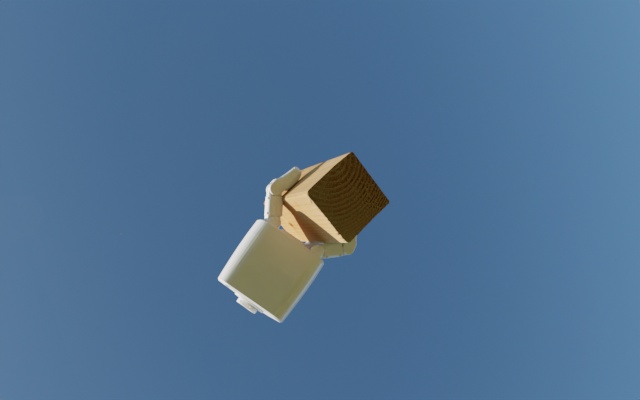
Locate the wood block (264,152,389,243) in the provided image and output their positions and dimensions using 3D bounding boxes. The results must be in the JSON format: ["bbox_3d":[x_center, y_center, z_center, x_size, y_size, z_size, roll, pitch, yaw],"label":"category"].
[{"bbox_3d":[0.000,0.002,0.722,0.090,0.091,0.206,-43,12,-19],"label":"wood block"}]
